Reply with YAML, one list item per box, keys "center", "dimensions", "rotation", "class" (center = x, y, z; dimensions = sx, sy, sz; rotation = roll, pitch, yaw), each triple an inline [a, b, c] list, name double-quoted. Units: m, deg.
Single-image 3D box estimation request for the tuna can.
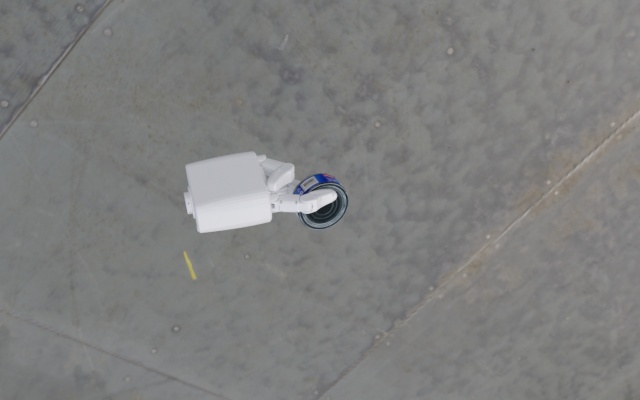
- center: [0.000, 0.003, 0.744]
  dimensions: [0.086, 0.086, 0.033]
  rotation: [0, 28, -25]
  class: "tuna can"
